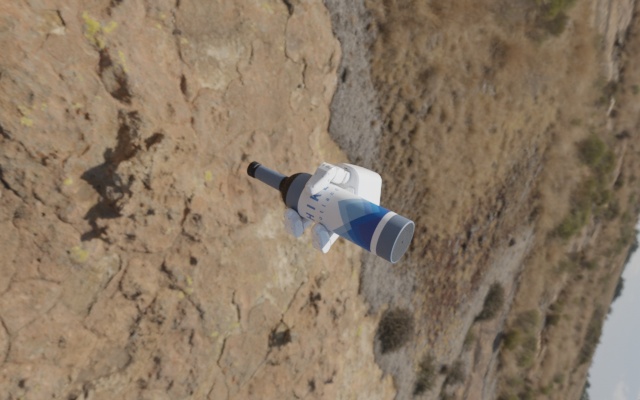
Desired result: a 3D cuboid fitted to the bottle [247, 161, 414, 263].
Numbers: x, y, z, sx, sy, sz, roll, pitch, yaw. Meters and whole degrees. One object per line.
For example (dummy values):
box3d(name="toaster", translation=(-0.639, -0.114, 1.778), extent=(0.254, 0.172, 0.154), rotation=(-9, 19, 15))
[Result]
box3d(name="bottle", translation=(0.000, 0.003, 0.746), extent=(0.295, 0.069, 0.069), rotation=(26, 13, 28))
